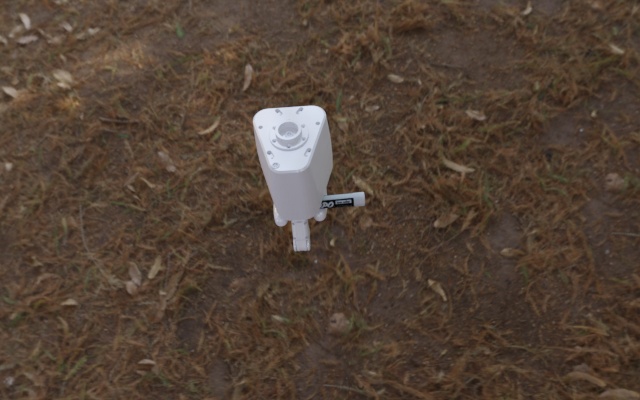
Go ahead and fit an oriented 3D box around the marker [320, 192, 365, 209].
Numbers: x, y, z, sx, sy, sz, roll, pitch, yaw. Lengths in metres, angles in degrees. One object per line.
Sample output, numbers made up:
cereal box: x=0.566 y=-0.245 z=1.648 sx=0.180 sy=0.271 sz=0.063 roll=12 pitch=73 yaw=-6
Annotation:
marker: x=0.000 y=0.002 z=0.657 sx=0.121 sy=0.020 sz=0.020 roll=-4 pitch=0 yaw=2
